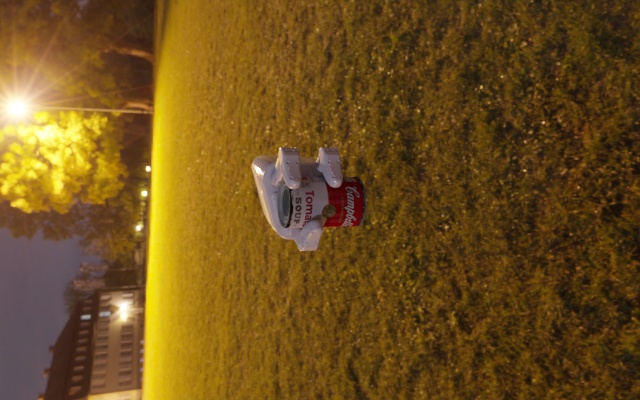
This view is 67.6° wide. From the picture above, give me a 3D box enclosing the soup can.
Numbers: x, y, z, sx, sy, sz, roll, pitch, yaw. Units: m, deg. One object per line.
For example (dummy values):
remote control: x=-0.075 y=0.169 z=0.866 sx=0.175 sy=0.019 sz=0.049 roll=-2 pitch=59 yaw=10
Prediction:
soup can: x=0.000 y=0.002 z=0.627 sx=0.102 sy=0.068 sz=0.068 roll=0 pitch=0 yaw=-19
